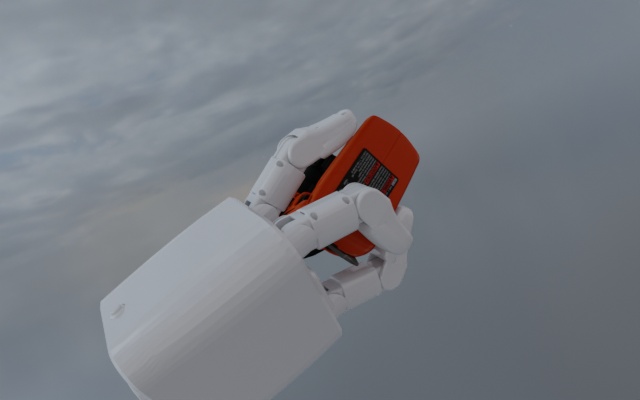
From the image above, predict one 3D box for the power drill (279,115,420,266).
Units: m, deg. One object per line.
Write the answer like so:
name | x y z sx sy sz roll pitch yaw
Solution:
power drill | 0.000 0.001 0.411 0.057 0.184 0.188 38 -30 -11
